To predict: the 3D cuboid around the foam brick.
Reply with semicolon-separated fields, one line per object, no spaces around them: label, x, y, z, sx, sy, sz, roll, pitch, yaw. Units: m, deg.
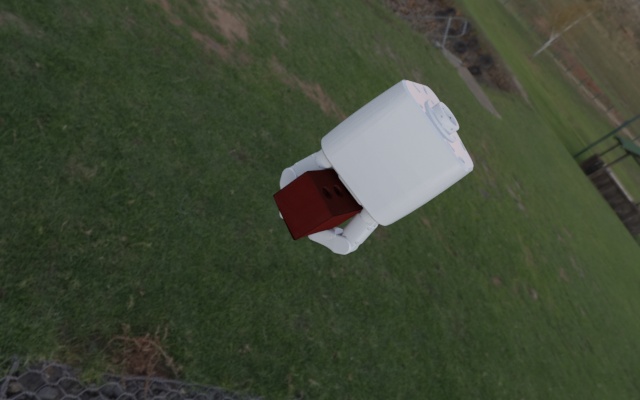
foam brick;0.000;0.002;0.493;0.051;0.053;0.078;-33;-11;30
